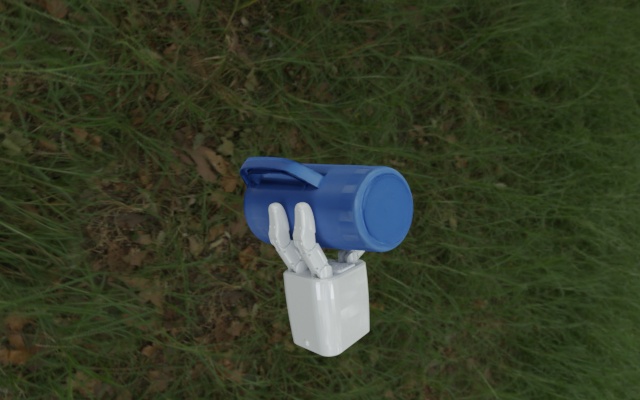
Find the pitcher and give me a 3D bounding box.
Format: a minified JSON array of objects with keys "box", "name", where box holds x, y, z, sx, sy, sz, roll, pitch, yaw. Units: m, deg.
[{"box":[0.000,0.002,0.675,0.149,0.145,0.243,-11,8,-39],"name":"pitcher"}]
